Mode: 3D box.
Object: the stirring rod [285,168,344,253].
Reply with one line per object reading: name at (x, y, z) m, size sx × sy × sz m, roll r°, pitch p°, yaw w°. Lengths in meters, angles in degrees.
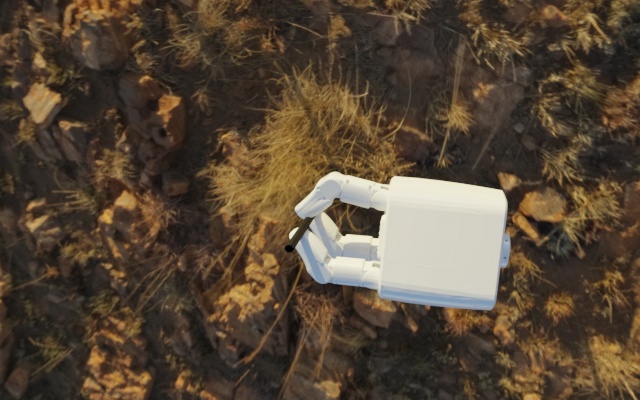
stirring rod at (0.000, 0.002, 0.528) m, size 0.011 × 0.011 × 0.239 m, roll 0°, pitch 20°, yaw 14°
